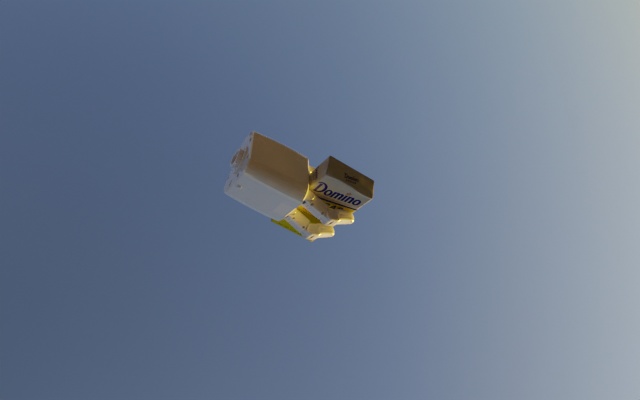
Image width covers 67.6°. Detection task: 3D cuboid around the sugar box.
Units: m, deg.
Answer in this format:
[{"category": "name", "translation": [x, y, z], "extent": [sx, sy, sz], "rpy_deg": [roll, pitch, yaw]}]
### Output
[{"category": "sugar box", "translation": [0.000, 0.003, 0.810], "extent": [0.093, 0.048, 0.176], "rpy_deg": [27, -39, -22]}]
